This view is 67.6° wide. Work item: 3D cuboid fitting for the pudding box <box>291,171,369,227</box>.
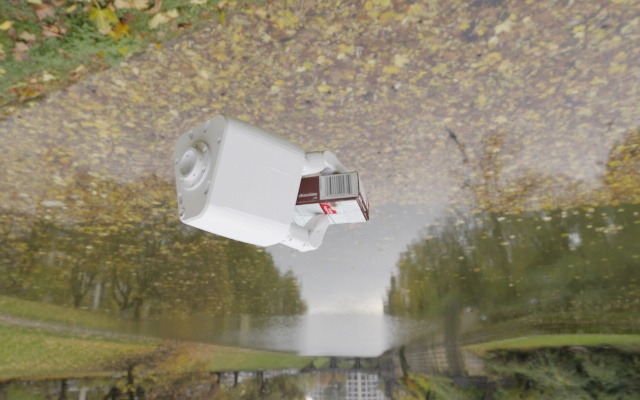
[{"bbox_3d":[0.000,0.002,0.605,0.113,0.039,0.090,-4,-20,12],"label":"pudding box"}]
